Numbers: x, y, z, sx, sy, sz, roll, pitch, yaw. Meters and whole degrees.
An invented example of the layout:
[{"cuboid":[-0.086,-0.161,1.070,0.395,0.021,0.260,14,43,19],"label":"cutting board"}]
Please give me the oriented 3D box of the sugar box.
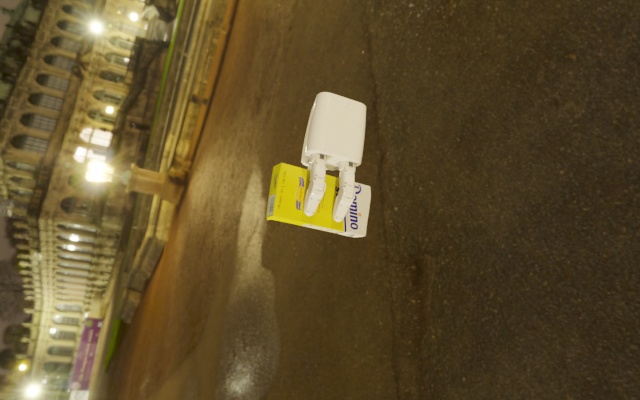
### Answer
[{"cuboid":[0.000,0.002,0.816,0.176,0.093,0.048,12,-12,-22],"label":"sugar box"}]
